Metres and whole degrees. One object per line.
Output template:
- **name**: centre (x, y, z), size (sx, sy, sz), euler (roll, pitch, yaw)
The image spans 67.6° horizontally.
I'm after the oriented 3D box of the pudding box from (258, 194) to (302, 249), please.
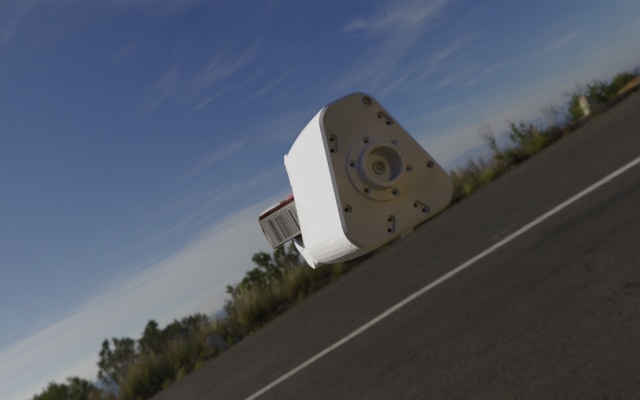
- **pudding box**: centre (0.000, 0.001, 0.493), size (0.113, 0.039, 0.090), euler (-28, 0, 11)
